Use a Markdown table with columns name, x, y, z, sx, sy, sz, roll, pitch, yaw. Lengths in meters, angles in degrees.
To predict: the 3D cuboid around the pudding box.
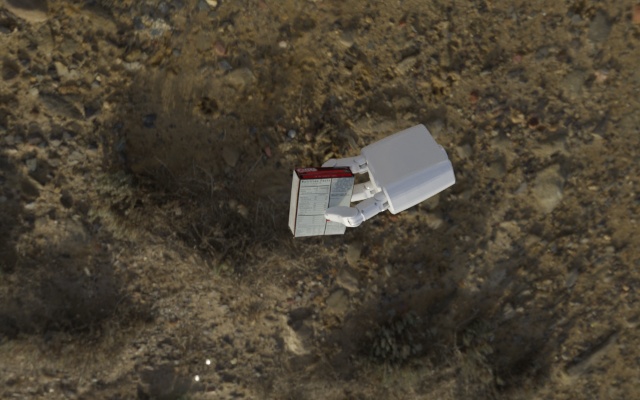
| name | x | y | z | sx | sy | sz | roll | pitch | yaw |
| --- | --- | --- | --- | --- | --- | --- | --- | --- | --- |
| pudding box | 0.000 | 0.003 | 0.744 | 0.090 | 0.114 | 0.039 | -2 | 32 | -16 |
